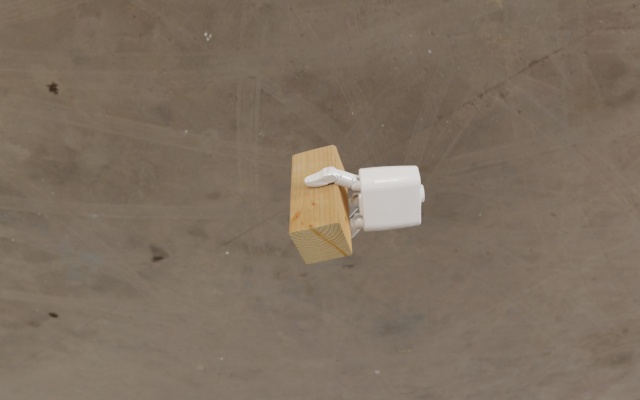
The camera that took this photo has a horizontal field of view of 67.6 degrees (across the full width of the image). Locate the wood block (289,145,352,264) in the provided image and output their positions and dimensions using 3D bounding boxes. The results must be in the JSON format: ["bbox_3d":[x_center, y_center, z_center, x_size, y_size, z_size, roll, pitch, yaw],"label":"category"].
[{"bbox_3d":[0.000,0.003,0.888,0.090,0.206,0.091,-13,-46,11],"label":"wood block"}]
